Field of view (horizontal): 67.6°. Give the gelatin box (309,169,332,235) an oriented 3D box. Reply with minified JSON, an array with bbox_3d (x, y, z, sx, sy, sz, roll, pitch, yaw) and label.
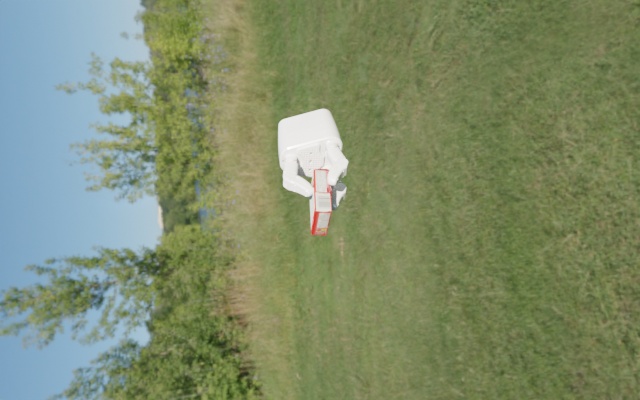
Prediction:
[{"bbox_3d":[0.000,0.003,0.804,0.030,0.089,0.073,2,-36,-7],"label":"gelatin box"}]
